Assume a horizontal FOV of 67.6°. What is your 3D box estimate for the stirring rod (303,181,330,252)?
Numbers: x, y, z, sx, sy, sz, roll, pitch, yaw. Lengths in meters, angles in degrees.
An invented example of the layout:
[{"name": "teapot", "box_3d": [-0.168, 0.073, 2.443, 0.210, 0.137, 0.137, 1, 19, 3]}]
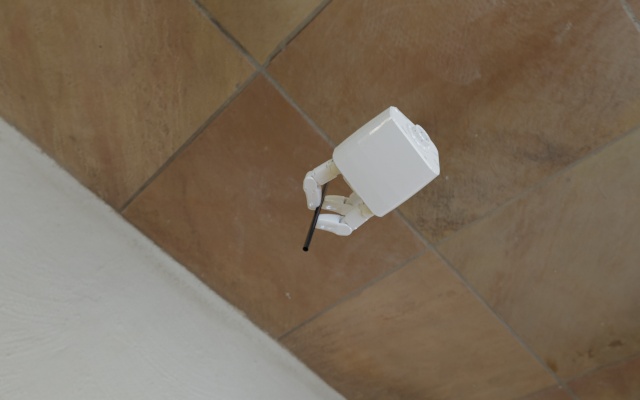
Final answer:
[{"name": "stirring rod", "box_3d": [0.000, 0.002, 0.736, 0.011, 0.011, 0.239, 0, 31, 11]}]
